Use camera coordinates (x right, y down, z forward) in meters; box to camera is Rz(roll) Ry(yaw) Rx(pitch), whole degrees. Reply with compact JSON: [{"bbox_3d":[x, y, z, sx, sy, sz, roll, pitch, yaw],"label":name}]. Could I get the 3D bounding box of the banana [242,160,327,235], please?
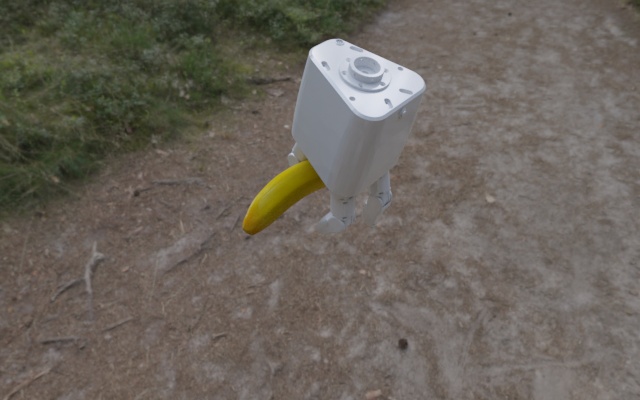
[{"bbox_3d":[-0.003,-0.016,0.550,0.198,0.069,0.037,-14,-10,-26],"label":"banana"}]
